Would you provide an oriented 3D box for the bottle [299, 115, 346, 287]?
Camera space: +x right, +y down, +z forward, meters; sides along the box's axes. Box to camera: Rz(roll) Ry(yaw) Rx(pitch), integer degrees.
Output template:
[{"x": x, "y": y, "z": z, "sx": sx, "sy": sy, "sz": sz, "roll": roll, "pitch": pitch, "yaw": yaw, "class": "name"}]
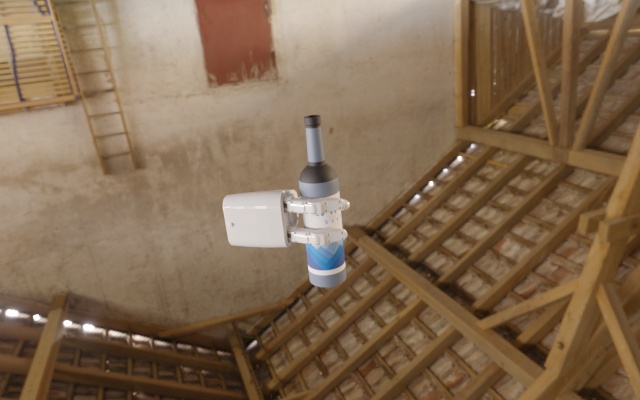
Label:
[{"x": 0.000, "y": 0.003, "z": 0.818, "sx": 0.069, "sy": 0.296, "sz": 0.069, "roll": -5, "pitch": 19, "yaw": 2, "class": "bottle"}]
